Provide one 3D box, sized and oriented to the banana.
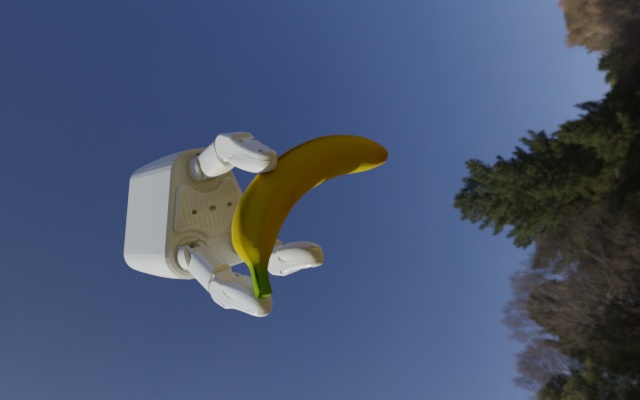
[{"bbox_3d":[-0.011,-0.012,0.392,0.037,0.070,0.197,-10,28,47],"label":"banana"}]
